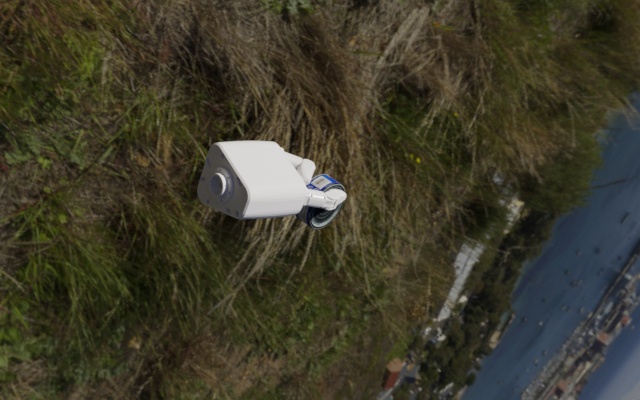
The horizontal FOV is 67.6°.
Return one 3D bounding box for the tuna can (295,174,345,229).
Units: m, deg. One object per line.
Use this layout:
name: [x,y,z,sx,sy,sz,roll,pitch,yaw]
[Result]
tuna can: [0.001,0.003,0.765,0.033,0.086,0.086,34,19,31]
